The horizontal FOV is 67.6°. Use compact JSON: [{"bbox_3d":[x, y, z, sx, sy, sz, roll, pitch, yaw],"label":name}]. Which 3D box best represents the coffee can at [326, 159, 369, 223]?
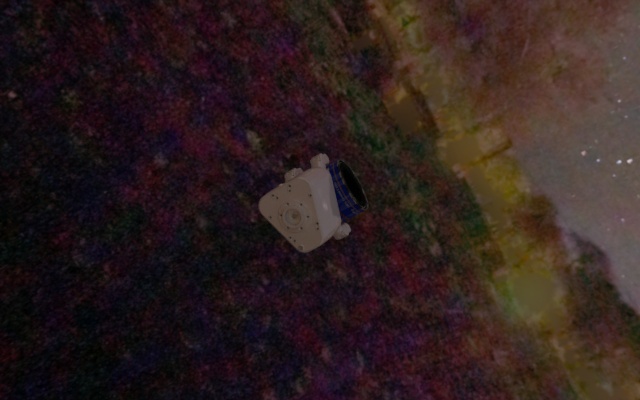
[{"bbox_3d":[0.000,0.003,0.855,0.140,0.103,0.103,-28,-9,18],"label":"coffee can"}]
